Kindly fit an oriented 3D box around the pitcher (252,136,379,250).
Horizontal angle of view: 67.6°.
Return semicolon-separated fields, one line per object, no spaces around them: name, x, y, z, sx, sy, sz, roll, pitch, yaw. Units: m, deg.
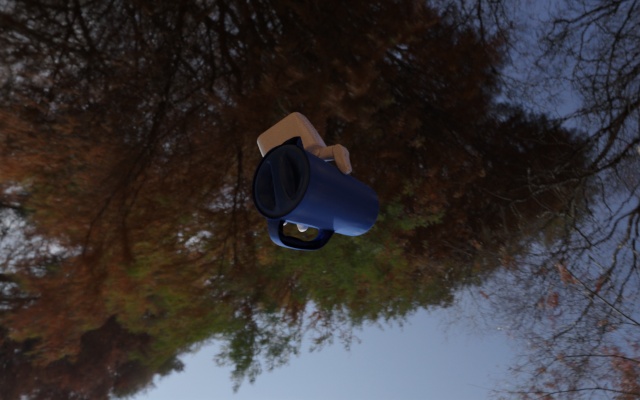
pitcher;0.000;0.003;0.878;0.149;0.145;0.243;-45;-37;20
